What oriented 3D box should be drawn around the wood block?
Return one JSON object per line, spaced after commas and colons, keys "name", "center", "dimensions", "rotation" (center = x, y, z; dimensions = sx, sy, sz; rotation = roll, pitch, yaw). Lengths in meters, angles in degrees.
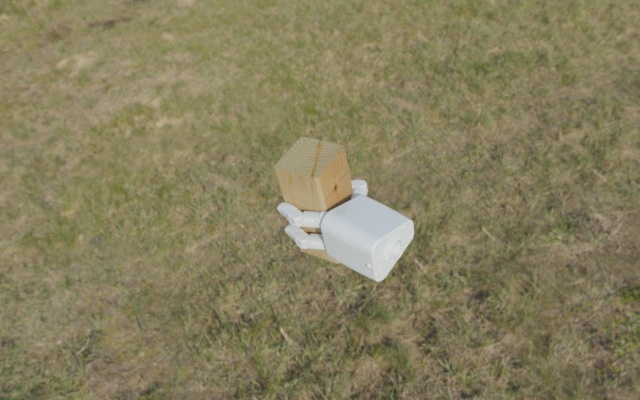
{"name": "wood block", "center": [0.001, 0.003, 0.842], "dimensions": [0.090, 0.206, 0.090], "rotation": [16, 49, 29]}
